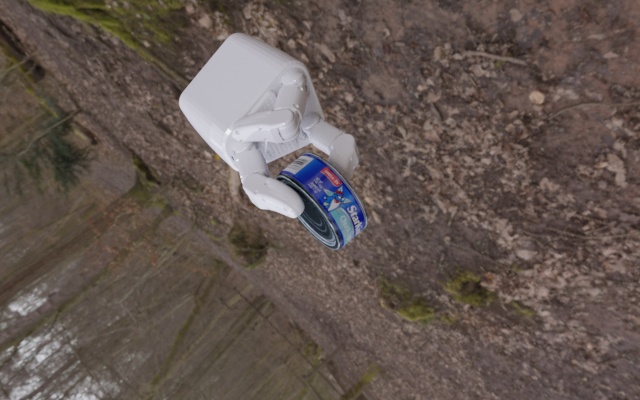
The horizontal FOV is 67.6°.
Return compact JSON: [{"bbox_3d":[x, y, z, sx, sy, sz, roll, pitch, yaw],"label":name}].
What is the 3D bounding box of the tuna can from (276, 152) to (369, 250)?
[{"bbox_3d":[0.000,0.002,0.418,0.033,0.086,0.086,-40,13,-17],"label":"tuna can"}]
